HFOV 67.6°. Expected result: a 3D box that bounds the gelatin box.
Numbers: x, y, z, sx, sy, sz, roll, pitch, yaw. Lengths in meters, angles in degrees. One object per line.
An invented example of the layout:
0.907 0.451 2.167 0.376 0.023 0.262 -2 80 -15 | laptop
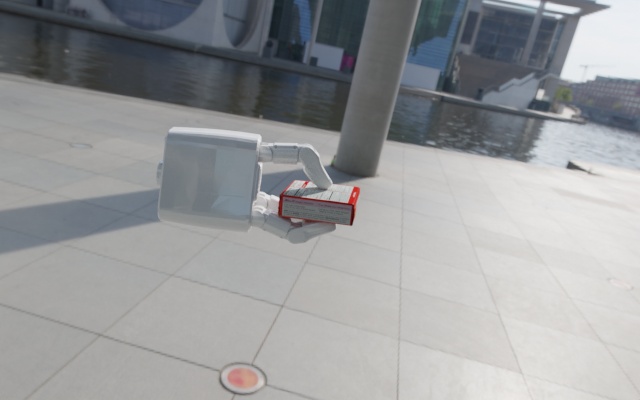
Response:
0.000 0.001 0.576 0.089 0.030 0.073 6 17 8 | gelatin box
